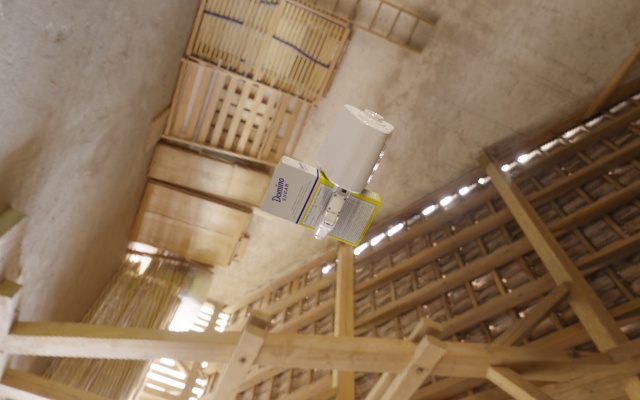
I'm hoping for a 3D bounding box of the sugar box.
[{"bbox_3d":[0.000,0.002,0.782,0.176,0.093,0.048,23,20,-9],"label":"sugar box"}]
